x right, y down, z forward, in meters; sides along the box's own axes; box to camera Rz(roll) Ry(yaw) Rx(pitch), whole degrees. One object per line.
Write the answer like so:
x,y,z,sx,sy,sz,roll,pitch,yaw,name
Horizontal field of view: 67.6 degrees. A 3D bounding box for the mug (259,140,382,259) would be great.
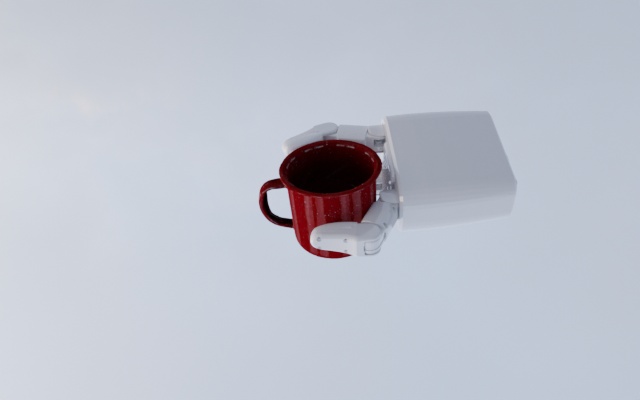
-0.001,0.002,0.453,0.117,0.082,0.093,-5,37,1,mug
